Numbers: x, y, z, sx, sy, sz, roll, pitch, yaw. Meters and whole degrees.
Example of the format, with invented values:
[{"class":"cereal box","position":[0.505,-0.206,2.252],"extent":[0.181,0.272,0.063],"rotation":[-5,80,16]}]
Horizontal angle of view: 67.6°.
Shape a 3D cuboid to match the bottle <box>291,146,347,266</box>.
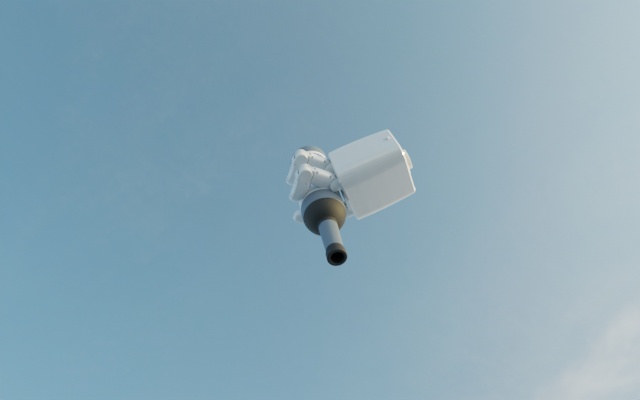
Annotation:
[{"class":"bottle","position":[0.000,0.002,0.747],"extent":[0.069,0.069,0.295],"rotation":[0,30,-10]}]
